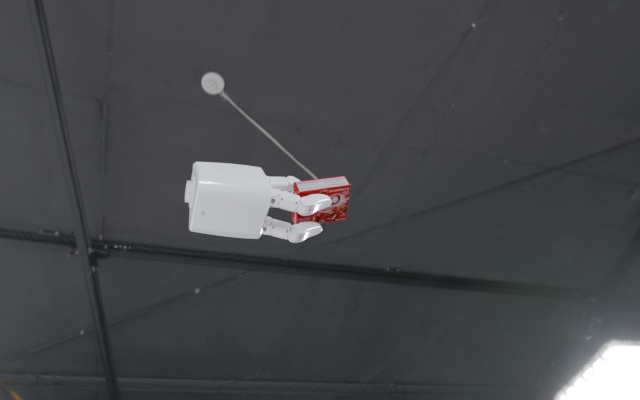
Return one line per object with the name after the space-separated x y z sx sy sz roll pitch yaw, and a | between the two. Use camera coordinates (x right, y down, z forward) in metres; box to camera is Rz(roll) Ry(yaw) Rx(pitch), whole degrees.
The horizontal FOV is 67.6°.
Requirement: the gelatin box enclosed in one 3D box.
0.000 0.002 0.765 0.089 0.073 0.030 -8 40 -16 | gelatin box
